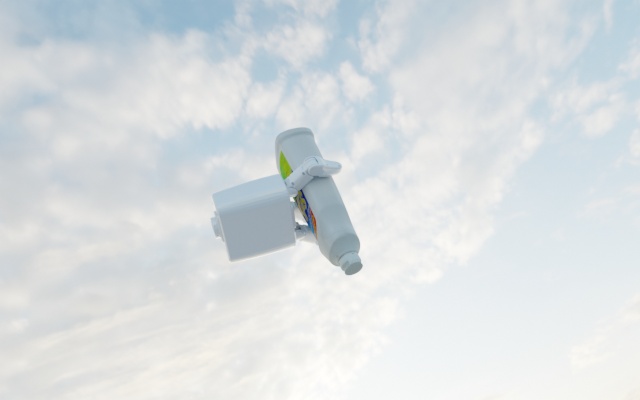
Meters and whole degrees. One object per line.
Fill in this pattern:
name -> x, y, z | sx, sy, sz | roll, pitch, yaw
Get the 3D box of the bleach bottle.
bleach bottle -> 0.000, 0.002, 0.727 | 0.068, 0.250, 0.103 | -15, -41, -16
